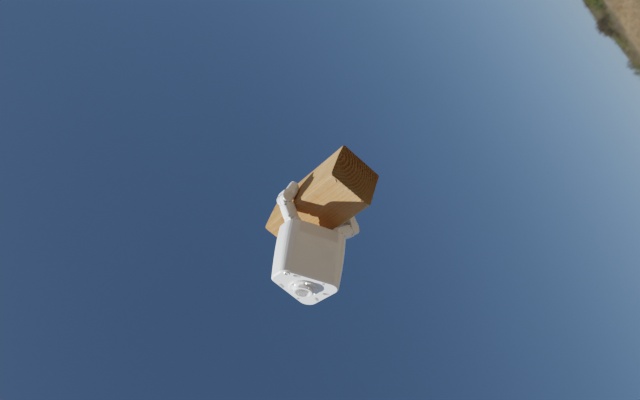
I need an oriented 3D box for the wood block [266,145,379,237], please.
[{"bbox_3d":[0.000,0.003,0.888,0.091,0.090,0.206,40,-48,-15],"label":"wood block"}]
